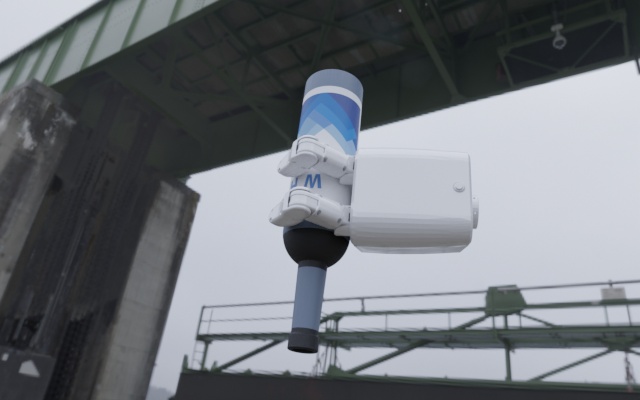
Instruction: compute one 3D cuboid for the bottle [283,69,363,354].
[{"bbox_3d":[0.000,0.001,0.484,0.069,0.295,0.069,6,-27,3],"label":"bottle"}]
